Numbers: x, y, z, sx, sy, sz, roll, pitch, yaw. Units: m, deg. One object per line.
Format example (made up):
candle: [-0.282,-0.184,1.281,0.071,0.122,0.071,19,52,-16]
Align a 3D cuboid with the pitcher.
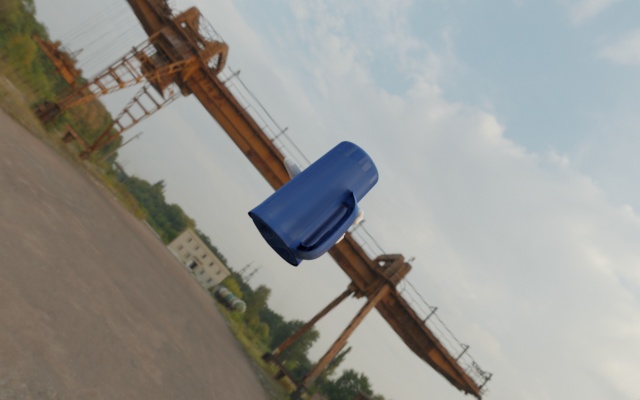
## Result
pitcher: [0.000,0.003,0.892,0.243,0.149,0.145,-42,-5,-17]
